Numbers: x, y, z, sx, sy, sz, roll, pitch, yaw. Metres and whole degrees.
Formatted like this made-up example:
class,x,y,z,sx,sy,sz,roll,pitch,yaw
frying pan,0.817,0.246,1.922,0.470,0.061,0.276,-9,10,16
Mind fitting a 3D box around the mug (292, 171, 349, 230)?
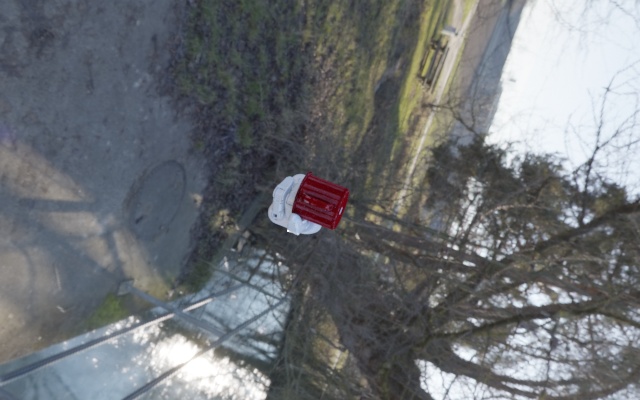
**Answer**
class,x,y,z,sx,sy,sz,roll,pitch,yaw
mug,0.000,0.003,0.868,0.081,0.093,0.117,21,1,10
